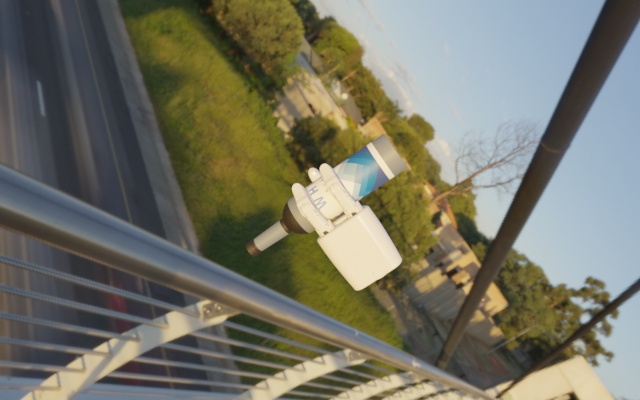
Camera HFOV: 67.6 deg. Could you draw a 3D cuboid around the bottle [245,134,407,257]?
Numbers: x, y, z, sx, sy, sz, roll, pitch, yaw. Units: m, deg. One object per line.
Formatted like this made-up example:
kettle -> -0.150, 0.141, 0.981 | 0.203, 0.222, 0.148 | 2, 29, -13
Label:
bottle -> 0.000, 0.002, 0.785 | 0.296, 0.069, 0.069 | -35, -7, 10
